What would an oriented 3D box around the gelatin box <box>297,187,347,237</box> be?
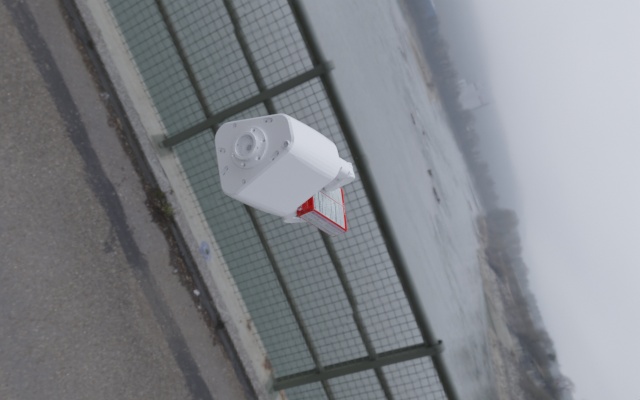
[{"bbox_3d":[0.001,0.002,0.681,0.030,0.073,0.089,-24,-36,28],"label":"gelatin box"}]
